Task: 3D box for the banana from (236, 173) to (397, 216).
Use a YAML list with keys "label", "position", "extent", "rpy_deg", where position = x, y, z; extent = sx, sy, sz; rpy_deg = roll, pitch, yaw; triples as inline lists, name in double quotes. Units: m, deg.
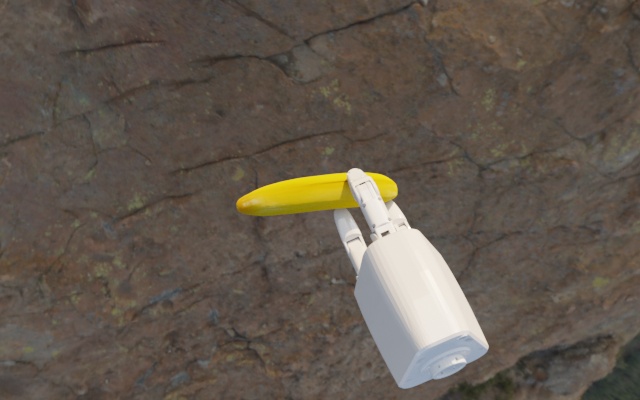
- label: "banana"
  position: [0.009, -0.005, 0.531]
  extent: [0.198, 0.037, 0.070]
  rpy_deg: [-4, -19, -19]
